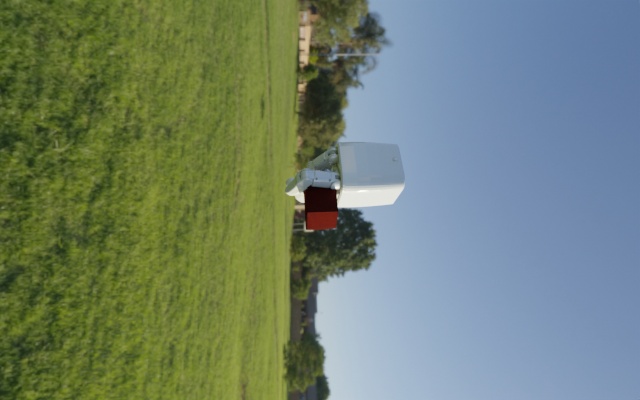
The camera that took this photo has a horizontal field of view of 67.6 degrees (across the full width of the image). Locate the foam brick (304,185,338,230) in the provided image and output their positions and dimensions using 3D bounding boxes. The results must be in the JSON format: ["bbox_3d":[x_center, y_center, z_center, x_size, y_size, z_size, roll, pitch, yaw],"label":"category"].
[{"bbox_3d":[0.000,0.003,0.791,0.051,0.078,0.053,0,-35,-5],"label":"foam brick"}]
